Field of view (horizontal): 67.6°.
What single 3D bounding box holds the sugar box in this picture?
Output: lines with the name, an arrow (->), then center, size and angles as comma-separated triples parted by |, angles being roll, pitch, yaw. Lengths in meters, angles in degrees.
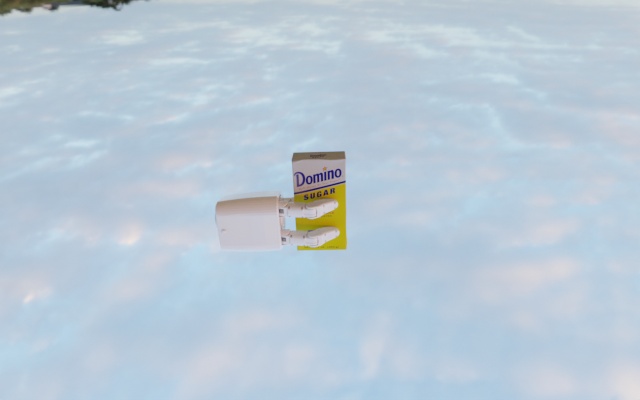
sugar box -> 0.000, 0.003, 0.841 | 0.093, 0.176, 0.048 | -2, 27, 2
